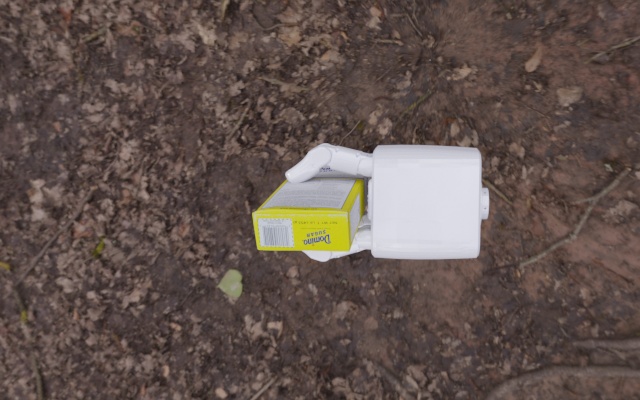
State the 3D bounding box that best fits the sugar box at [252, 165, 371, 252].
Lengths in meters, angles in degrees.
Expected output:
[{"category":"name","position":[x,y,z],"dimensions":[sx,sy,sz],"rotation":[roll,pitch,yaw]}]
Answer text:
[{"category":"sugar box","position":[0.000,0.002,0.519],"dimensions":[0.093,0.048,0.176],"rotation":[1,16,13]}]
